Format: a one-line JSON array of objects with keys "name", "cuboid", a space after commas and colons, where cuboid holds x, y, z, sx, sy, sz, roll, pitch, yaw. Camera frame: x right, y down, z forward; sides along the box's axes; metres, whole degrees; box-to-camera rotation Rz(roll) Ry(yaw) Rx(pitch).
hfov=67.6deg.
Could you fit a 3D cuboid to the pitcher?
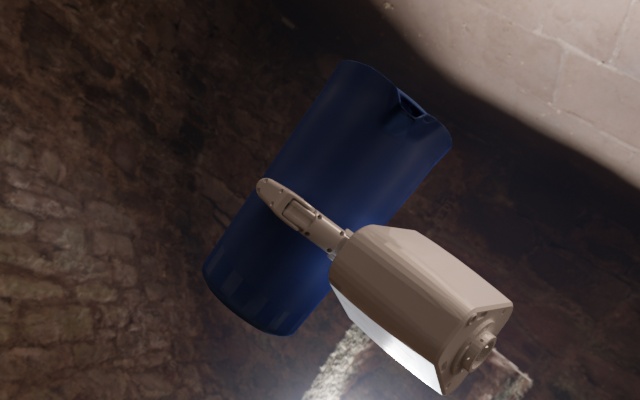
[{"name": "pitcher", "cuboid": [0.000, 0.002, 0.463, 0.145, 0.243, 0.149, 36, -2, 36]}]
